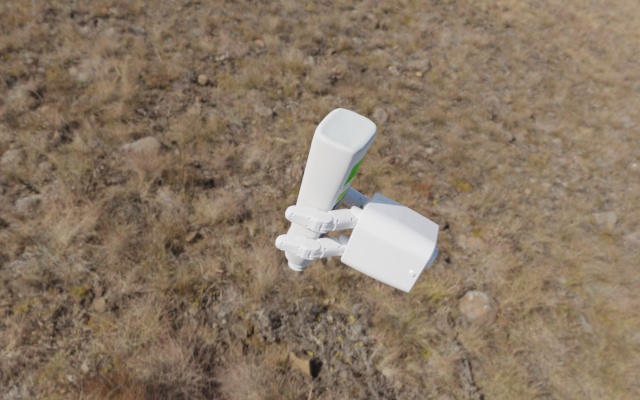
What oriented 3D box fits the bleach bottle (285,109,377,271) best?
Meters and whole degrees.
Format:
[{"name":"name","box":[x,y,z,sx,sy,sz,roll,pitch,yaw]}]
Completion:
[{"name":"bleach bottle","box":[0.000,0.002,0.675,0.068,0.251,0.102,27,39,9]}]
